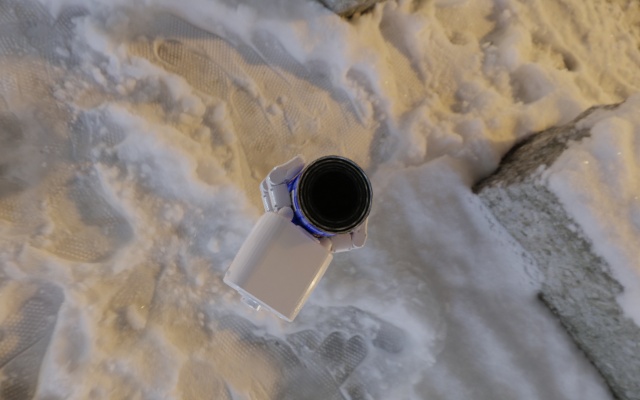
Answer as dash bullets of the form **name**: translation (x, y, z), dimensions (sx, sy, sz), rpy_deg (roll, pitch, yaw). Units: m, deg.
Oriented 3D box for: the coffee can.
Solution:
- **coffee can**: translation (0.000, 0.002, 0.671), dimensions (0.103, 0.103, 0.140), rpy_deg (0, -8, -16)
